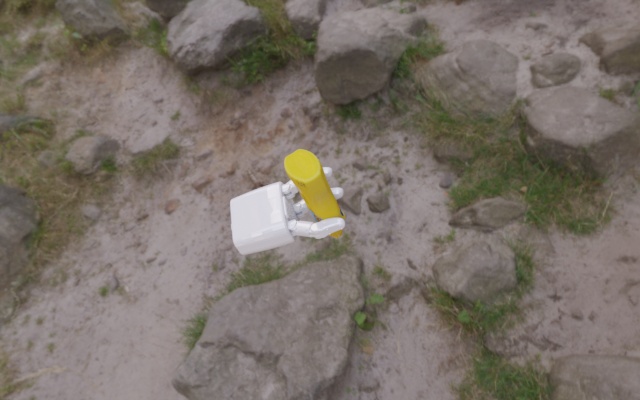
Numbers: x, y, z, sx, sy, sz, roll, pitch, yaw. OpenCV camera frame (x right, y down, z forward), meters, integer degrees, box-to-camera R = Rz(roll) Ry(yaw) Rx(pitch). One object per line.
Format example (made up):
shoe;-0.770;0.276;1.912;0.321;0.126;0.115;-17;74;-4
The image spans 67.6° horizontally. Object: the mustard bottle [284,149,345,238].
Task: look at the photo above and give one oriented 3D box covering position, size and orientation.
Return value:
mustard bottle;0.000;0.003;0.863;0.058;0.192;0.096;-33;41;-7
